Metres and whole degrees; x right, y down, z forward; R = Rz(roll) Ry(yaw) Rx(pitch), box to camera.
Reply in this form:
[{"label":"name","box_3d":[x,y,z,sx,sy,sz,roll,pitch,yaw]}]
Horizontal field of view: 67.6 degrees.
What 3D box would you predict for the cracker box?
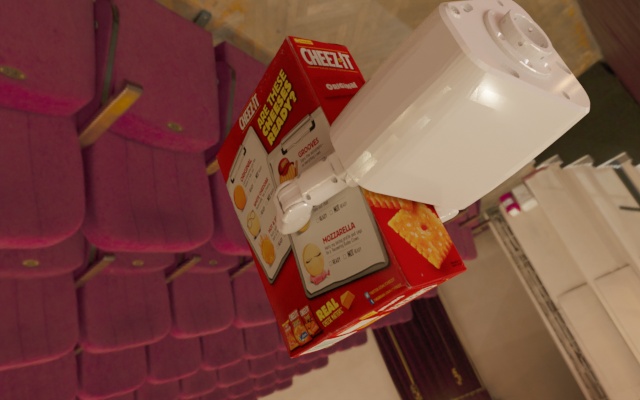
[{"label":"cracker box","box_3d":[0.000,0.001,0.405,0.072,0.213,0.164,-6,-27,-38]}]
